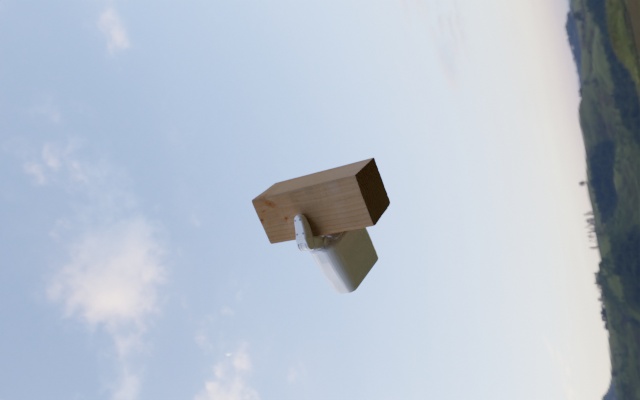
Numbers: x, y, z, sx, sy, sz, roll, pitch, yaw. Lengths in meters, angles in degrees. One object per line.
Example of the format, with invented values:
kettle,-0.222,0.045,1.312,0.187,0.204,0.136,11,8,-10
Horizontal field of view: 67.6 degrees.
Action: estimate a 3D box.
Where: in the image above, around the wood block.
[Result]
wood block,0.000,0.003,0.817,0.206,0.090,0.090,-13,17,31
